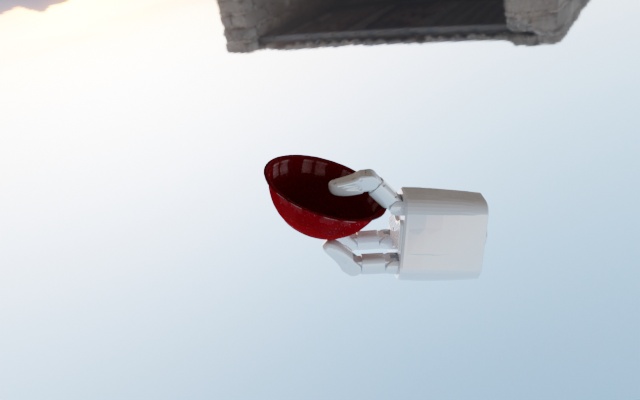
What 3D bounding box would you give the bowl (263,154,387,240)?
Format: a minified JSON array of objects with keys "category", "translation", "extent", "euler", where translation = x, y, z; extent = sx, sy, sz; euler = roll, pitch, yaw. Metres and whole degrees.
[{"category":"bowl","translation":[-0.001,0.002,0.609],"extent":[0.162,0.055,0.162],"euler":[15,28,-8]}]
